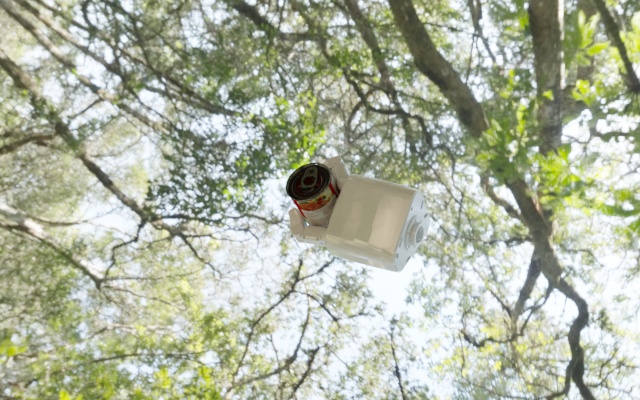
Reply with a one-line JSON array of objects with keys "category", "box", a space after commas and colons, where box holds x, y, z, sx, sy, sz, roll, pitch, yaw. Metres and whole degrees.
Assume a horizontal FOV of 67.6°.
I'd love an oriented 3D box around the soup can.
[{"category": "soup can", "box": [0.000, 0.002, 0.699, 0.068, 0.068, 0.102, 0, -36, 26]}]
